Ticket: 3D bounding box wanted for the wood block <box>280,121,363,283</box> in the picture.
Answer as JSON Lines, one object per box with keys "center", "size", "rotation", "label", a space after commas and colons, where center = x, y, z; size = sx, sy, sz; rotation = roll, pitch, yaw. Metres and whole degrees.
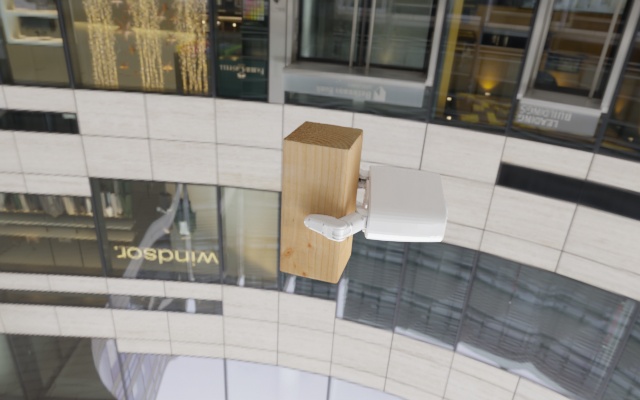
{"center": [0.000, 0.003, 0.685], "size": [0.090, 0.206, 0.090], "rotation": [11, 27, 14], "label": "wood block"}
